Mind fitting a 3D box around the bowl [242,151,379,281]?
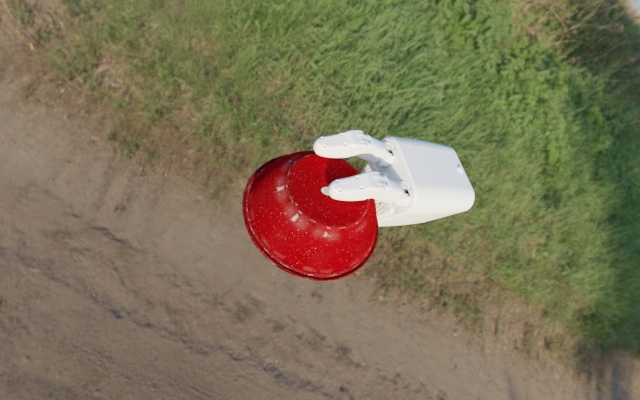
[{"bbox_3d":[-0.001,0.002,0.514,0.162,0.162,0.055,0,-30,-23],"label":"bowl"}]
